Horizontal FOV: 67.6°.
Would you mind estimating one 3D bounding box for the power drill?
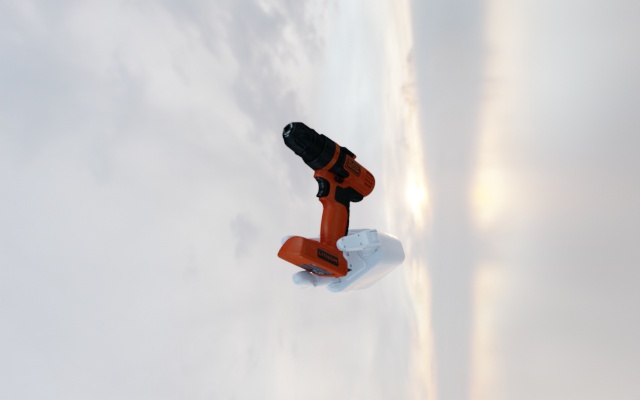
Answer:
[{"bbox_3d":[0.000,0.003,0.675,0.057,0.187,0.184,-7,-30,46],"label":"power drill"}]
